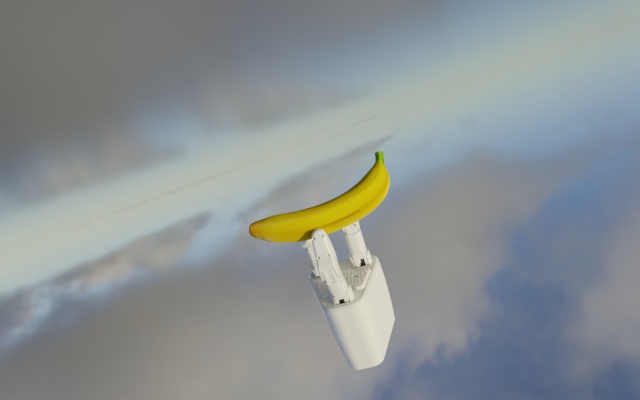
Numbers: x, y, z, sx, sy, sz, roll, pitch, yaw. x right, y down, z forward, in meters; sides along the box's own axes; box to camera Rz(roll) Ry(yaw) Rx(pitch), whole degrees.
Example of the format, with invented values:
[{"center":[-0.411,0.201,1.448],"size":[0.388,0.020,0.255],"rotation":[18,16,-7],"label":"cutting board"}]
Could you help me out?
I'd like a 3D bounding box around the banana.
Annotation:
[{"center":[0.011,0.009,0.580],"size":[0.198,0.037,0.069],"rotation":[-29,39,-11],"label":"banana"}]
